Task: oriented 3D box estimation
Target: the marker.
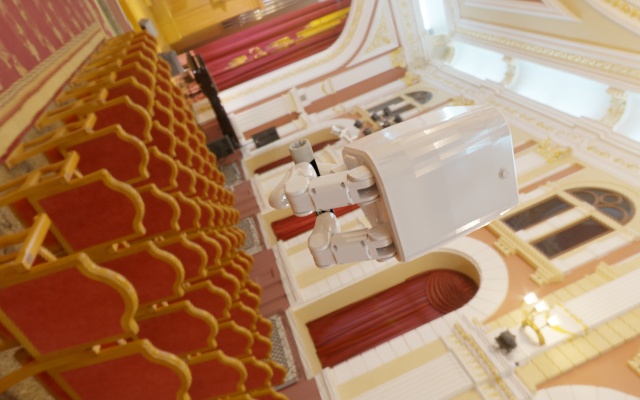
[{"bbox_3d":[0.000,0.001,0.431,0.020,0.121,0.020,-15,31,9],"label":"marker"}]
